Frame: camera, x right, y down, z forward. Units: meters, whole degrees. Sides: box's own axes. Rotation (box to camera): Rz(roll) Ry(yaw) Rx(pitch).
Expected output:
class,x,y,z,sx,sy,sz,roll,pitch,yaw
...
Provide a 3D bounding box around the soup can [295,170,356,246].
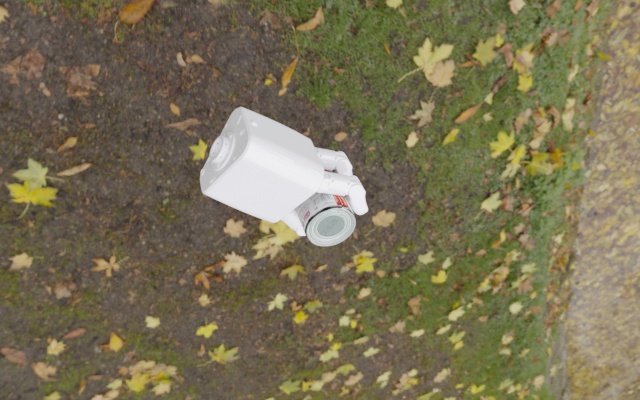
class,x,y,z,sx,sy,sz,roll,pitch,yaw
soup can,0.000,0.002,0.631,0.068,0.068,0.102,0,39,-20
